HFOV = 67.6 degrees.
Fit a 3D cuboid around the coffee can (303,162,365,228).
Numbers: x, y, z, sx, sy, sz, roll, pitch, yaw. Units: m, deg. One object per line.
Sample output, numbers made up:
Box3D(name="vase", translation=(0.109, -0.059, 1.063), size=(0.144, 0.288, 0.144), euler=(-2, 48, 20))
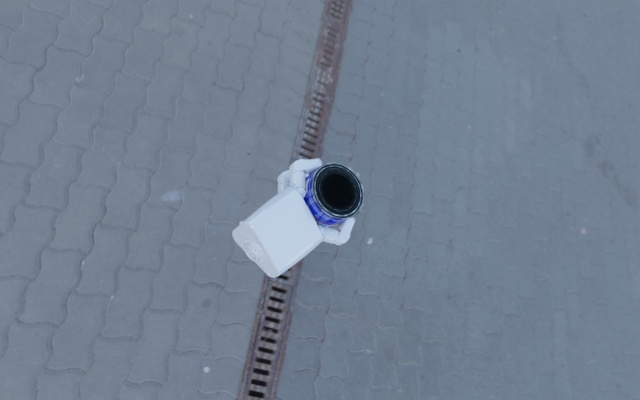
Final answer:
Box3D(name="coffee can", translation=(0.000, 0.003, 0.863), size=(0.103, 0.102, 0.140), euler=(0, -17, -28))
